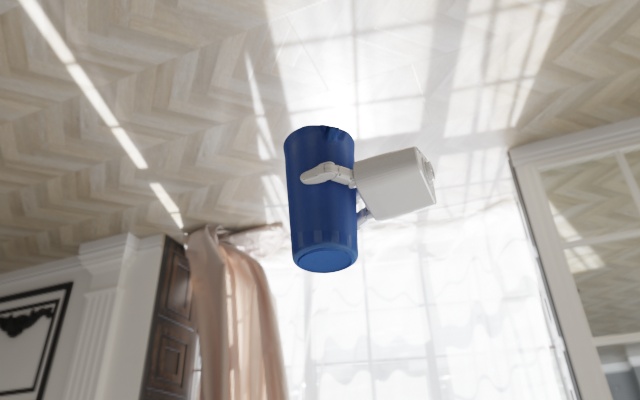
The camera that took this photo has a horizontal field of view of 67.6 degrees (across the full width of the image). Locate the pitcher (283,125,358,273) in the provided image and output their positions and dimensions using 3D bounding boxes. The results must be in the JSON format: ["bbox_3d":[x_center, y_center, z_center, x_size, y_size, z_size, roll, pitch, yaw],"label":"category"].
[{"bbox_3d":[0.000,0.003,0.837,0.145,0.242,0.149,-17,-34,21],"label":"pitcher"}]
